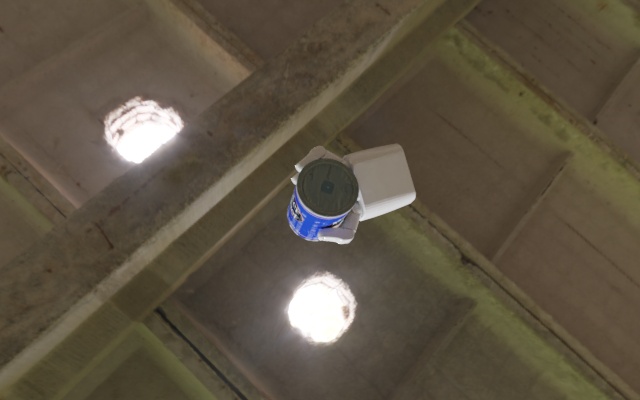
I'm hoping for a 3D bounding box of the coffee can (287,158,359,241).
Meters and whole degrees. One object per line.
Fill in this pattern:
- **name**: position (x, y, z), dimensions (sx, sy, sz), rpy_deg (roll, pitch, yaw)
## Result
- **coffee can**: position (0.000, 0.003, 0.829), dimensions (0.103, 0.102, 0.140), rpy_deg (0, -21, -11)
